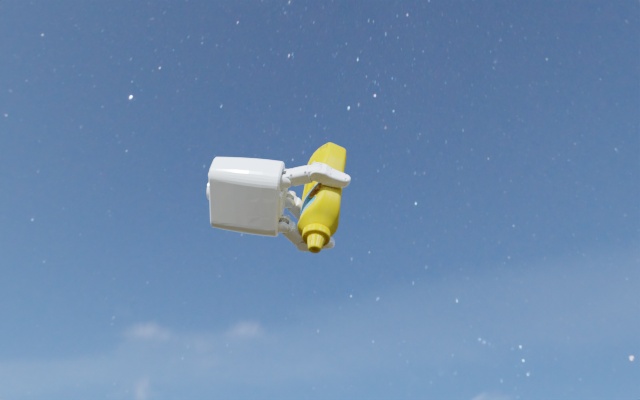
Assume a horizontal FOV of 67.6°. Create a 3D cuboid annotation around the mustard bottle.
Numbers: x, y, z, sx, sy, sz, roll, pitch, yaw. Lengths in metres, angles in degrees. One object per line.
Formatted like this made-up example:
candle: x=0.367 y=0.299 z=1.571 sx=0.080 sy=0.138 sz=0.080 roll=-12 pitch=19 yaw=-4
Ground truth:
mustard bottle: x=0.000 y=0.002 z=0.740 sx=0.058 sy=0.191 sz=0.096 roll=23 pitch=-47 yaw=-14
